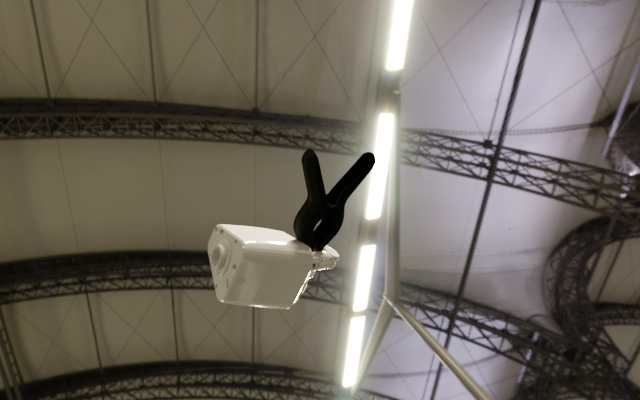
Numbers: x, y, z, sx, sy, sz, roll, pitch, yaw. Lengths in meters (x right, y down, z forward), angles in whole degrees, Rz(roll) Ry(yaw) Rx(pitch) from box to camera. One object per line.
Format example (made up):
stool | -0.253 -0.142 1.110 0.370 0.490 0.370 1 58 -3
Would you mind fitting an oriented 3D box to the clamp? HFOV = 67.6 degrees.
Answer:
clamp | 0.000 0.002 0.654 0.120 0.171 0.039 11 21 -37
